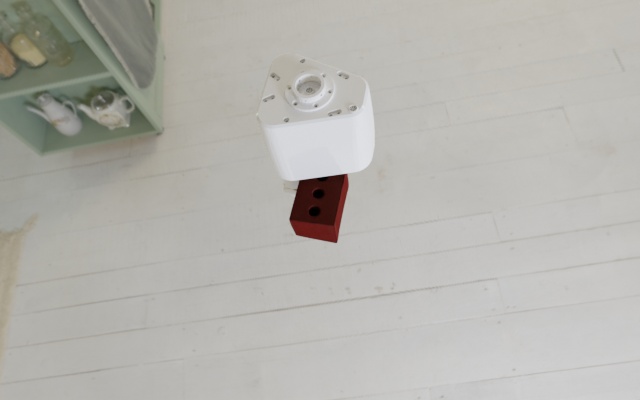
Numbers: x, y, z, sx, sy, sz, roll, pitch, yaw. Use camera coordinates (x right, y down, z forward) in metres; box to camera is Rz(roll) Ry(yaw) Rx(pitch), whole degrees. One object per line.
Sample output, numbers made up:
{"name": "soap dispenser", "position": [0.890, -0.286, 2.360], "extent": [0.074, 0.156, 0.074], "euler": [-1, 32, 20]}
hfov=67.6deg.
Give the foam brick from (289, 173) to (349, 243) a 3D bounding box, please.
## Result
{"name": "foam brick", "position": [0.000, 0.002, 0.556], "extent": [0.053, 0.078, 0.051], "euler": [8, -23, 10]}
